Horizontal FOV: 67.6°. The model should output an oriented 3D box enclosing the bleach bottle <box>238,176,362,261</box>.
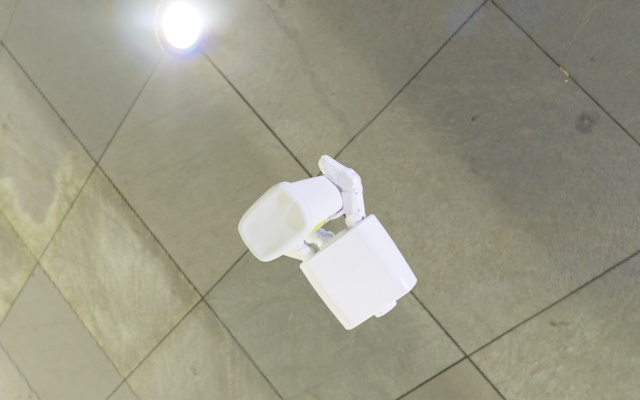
[{"bbox_3d":[0.000,0.002,0.646,0.102,0.068,0.251,-40,-7,29],"label":"bleach bottle"}]
